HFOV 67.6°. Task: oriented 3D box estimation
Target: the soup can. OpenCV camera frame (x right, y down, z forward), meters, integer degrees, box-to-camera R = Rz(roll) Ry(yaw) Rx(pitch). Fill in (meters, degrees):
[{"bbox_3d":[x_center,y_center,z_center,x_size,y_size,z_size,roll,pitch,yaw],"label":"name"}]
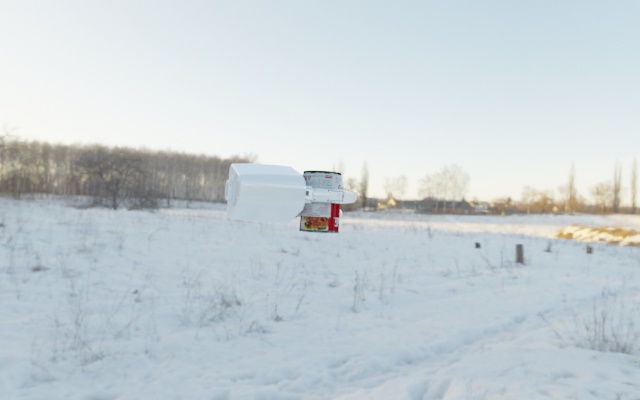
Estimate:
[{"bbox_3d":[0.001,0.002,0.809,0.068,0.102,0.068,3,-1,0],"label":"soup can"}]
